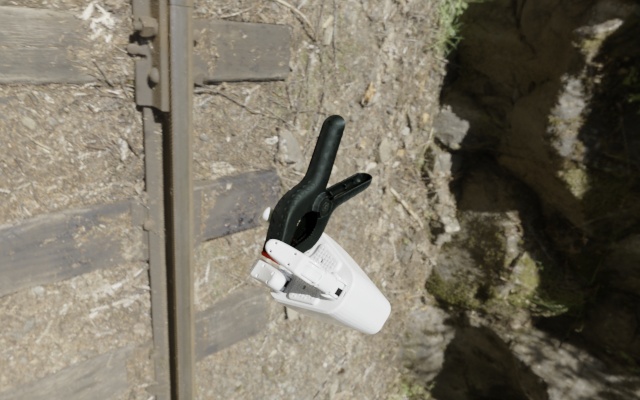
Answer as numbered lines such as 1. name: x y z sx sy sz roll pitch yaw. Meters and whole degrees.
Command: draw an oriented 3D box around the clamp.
1. clamp: 0.000 0.002 0.542 0.039 0.171 0.120 25 -12 43
